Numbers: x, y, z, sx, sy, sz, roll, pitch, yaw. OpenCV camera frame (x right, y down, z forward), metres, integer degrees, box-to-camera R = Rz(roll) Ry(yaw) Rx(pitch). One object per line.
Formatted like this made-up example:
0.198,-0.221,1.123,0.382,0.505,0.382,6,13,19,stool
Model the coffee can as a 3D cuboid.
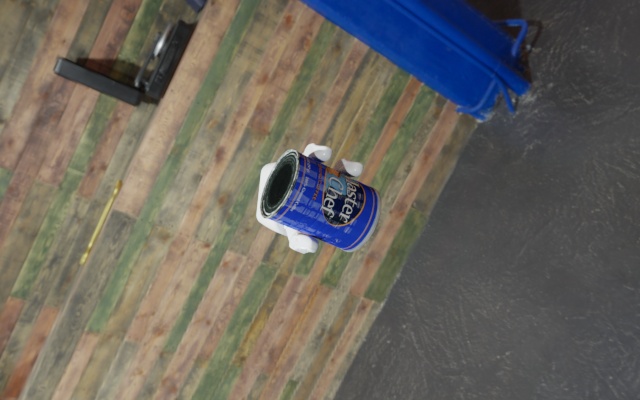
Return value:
0.000,0.002,0.677,0.140,0.103,0.103,24,-11,-25,coffee can
